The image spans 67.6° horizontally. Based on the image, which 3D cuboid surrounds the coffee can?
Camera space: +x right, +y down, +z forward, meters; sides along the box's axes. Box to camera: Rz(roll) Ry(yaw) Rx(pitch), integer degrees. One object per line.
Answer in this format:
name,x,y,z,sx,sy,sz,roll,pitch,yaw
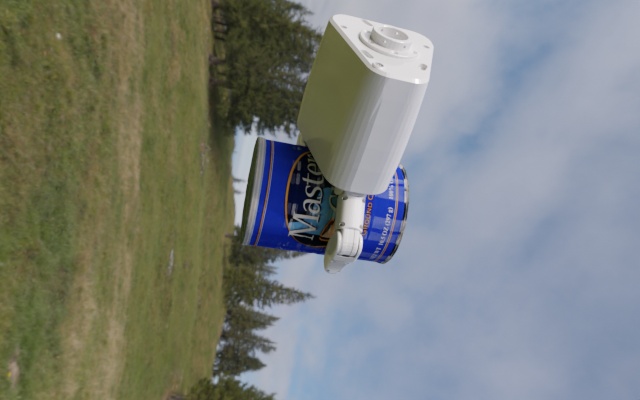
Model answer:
coffee can,0.000,0.002,0.461,0.140,0.103,0.103,9,-2,-12
